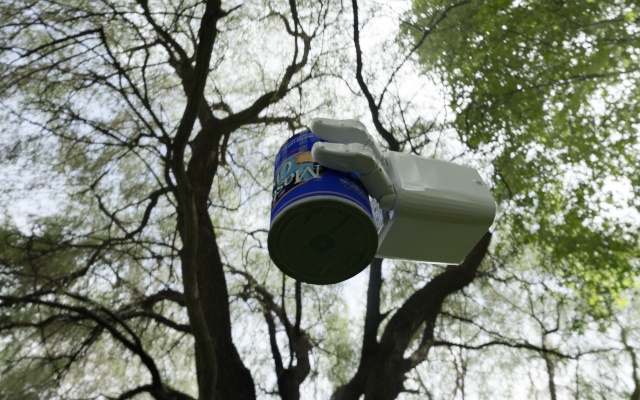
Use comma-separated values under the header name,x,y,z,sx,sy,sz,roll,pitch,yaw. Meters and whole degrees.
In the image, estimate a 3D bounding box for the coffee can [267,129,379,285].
name,x,y,z,sx,sy,sz,roll,pitch,yaw
coffee can,0.000,0.002,0.493,0.103,0.103,0.140,0,35,-2
